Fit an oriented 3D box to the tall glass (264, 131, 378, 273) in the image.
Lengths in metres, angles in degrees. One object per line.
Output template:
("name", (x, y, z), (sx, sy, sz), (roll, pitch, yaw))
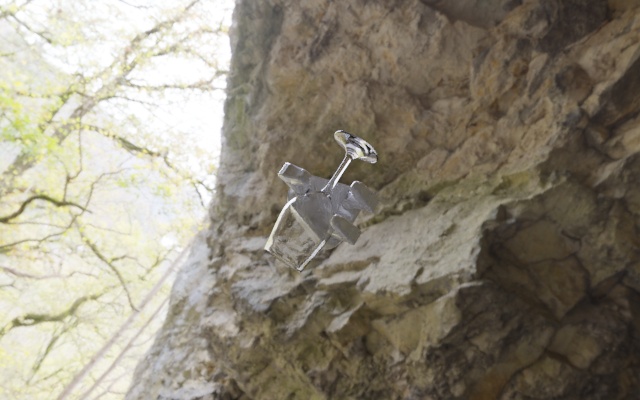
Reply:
("tall glass", (0.000, 0.002, 0.683), (0.079, 0.201, 0.079), (31, -13, 8))
